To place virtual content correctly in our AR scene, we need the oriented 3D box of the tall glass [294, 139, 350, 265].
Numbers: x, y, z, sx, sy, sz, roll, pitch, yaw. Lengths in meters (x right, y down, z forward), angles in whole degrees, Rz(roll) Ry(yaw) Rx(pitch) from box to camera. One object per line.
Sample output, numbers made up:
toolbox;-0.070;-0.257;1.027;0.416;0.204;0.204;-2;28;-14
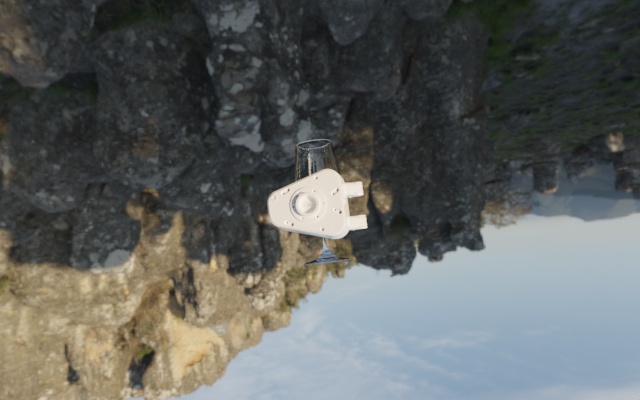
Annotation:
tall glass;0.000;0.003;0.794;0.079;0.201;0.079;-7;-5;-1
